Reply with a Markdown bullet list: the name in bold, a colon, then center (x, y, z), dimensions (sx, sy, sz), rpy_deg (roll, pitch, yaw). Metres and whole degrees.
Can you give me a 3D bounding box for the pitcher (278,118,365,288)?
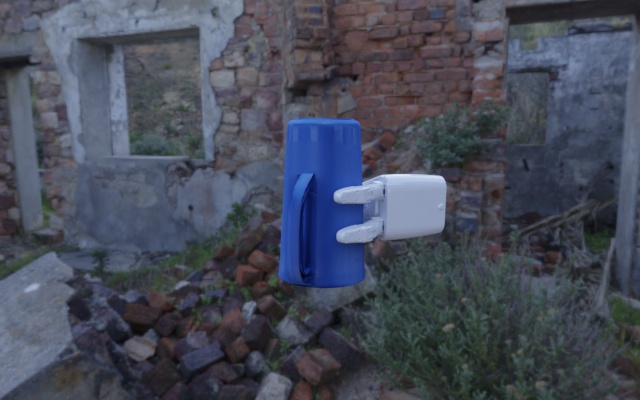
- **pitcher**: center (0.000, 0.002, 0.705), dimensions (0.145, 0.243, 0.149), rpy_deg (-3, 9, -21)
